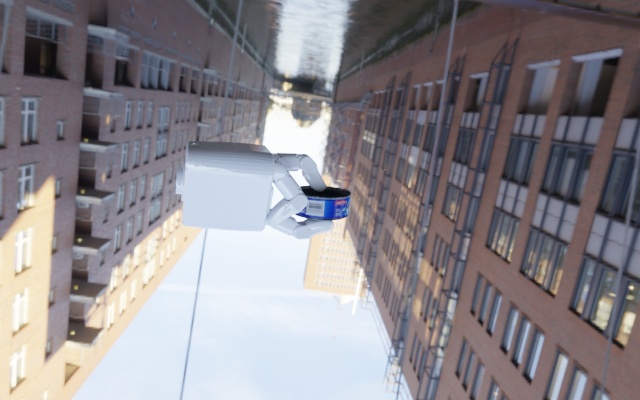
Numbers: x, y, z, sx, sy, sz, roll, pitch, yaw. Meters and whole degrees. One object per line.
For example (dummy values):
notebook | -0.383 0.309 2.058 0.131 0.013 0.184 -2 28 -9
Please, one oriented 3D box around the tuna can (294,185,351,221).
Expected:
tuna can | 0.000 0.003 0.686 0.086 0.034 0.086 4 12 -1
